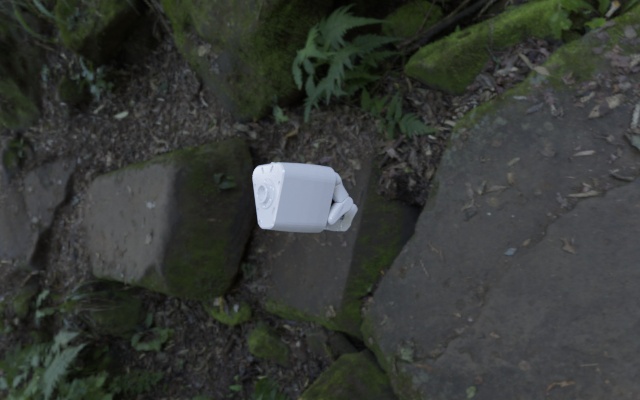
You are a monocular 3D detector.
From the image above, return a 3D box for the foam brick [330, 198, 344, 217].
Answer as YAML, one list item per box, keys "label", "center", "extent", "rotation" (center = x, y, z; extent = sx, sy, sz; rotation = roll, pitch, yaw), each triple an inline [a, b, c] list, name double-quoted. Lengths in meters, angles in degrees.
- label: "foam brick"
  center: [0.000, 0.003, 0.863]
  extent: [0.051, 0.053, 0.078]
  rotation: [5, -5, -39]
